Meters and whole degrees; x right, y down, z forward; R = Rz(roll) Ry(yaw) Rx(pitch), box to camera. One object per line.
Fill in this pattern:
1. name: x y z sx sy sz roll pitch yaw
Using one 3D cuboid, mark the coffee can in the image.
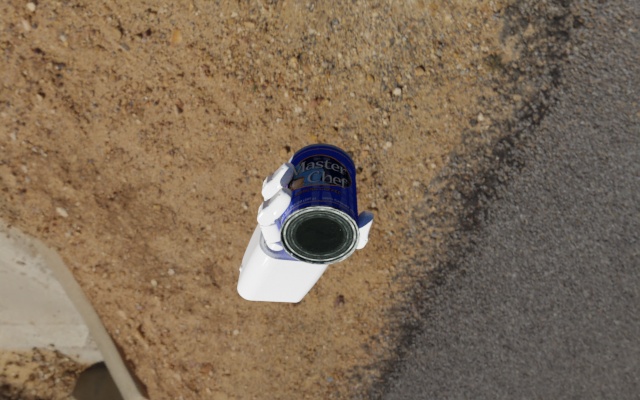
1. coffee can: 0.000 0.002 0.653 0.103 0.103 0.140 0 39 1
